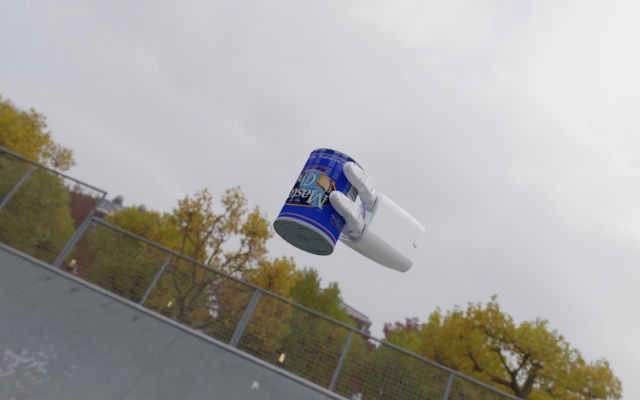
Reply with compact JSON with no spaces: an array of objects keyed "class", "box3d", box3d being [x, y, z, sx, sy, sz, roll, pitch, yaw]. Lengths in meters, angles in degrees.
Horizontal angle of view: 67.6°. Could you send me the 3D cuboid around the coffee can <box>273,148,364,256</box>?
[{"class":"coffee can","box3d":[0.000,0.003,0.763,0.103,0.140,0.103,21,-26,11]}]
